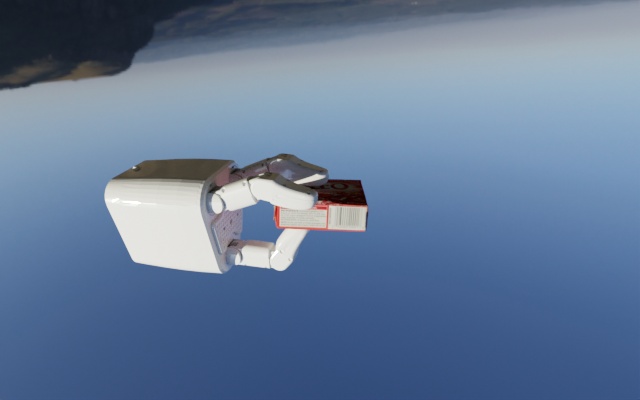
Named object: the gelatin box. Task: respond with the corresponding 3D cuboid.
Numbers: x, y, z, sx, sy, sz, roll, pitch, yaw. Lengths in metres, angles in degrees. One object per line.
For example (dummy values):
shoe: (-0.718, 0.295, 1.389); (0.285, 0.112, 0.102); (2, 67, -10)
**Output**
gelatin box: (0.000, 0.002, 0.481); (0.089, 0.030, 0.073); (2, 22, -2)
